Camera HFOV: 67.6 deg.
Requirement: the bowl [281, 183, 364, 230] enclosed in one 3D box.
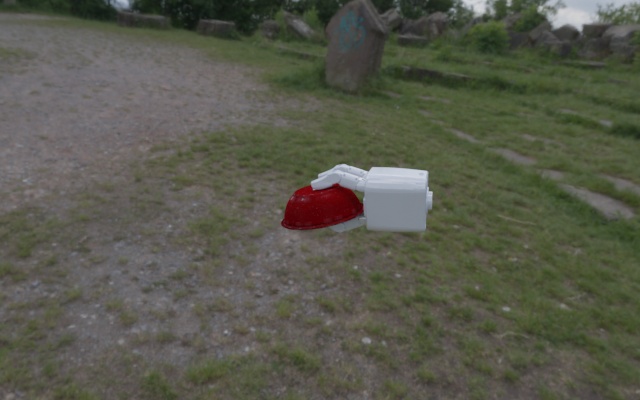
[{"bbox_3d":[-0.001,0.003,0.889,0.162,0.055,0.162,-11,13,3],"label":"bowl"}]
